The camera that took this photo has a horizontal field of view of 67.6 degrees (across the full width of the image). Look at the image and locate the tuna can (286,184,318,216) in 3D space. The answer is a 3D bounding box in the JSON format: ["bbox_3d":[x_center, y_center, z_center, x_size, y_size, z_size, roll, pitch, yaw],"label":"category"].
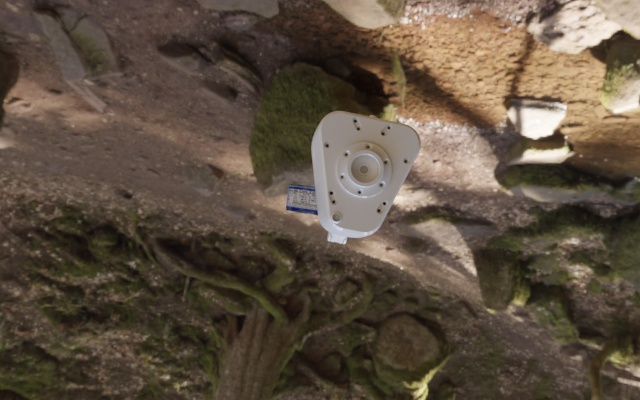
[{"bbox_3d":[0.000,0.003,0.599,0.086,0.034,0.086,8,-1,0],"label":"tuna can"}]
